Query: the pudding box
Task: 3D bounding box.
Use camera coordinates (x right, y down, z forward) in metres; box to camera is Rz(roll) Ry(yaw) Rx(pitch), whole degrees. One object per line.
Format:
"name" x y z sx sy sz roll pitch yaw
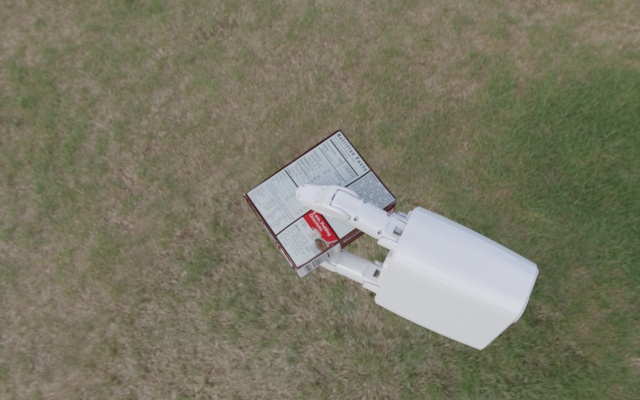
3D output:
"pudding box" 0.000 0.001 0.441 0.113 0.090 0.039 -34 -17 -8
